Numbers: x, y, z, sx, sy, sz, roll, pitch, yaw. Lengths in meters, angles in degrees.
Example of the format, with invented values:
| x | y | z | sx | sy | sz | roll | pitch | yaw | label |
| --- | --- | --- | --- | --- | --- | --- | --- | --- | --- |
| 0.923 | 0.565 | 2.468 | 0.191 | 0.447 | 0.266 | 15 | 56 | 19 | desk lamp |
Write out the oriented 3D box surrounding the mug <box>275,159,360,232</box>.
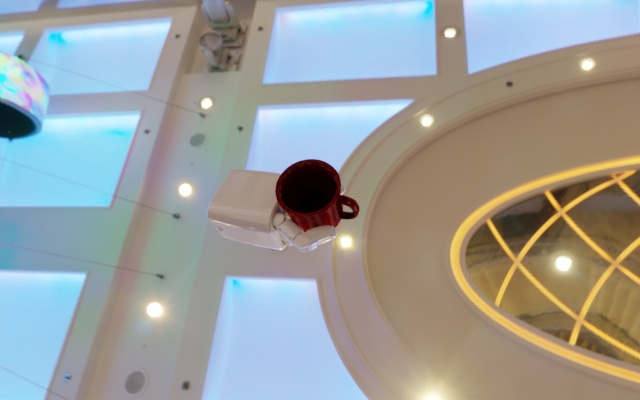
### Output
| x | y | z | sx | sy | sz | roll | pitch | yaw | label |
| --- | --- | --- | --- | --- | --- | --- | --- | --- | --- |
| 0.002 | 0.003 | 0.691 | 0.117 | 0.093 | 0.081 | 11 | -26 | 16 | mug |
